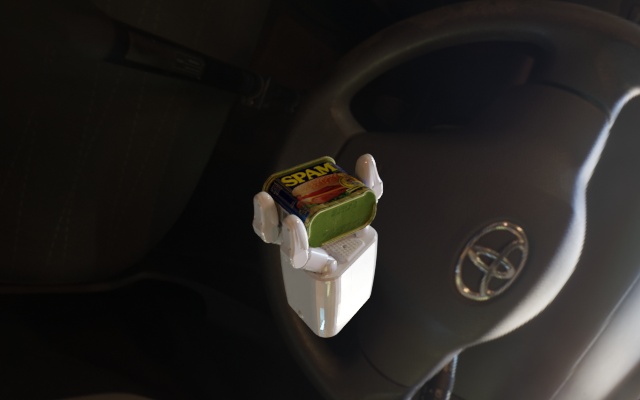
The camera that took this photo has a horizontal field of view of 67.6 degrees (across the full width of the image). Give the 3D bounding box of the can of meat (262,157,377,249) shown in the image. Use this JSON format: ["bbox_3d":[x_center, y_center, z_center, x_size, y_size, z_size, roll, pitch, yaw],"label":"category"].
[{"bbox_3d":[0.000,0.002,0.535,0.102,0.057,0.084,-21,41,-30],"label":"can of meat"}]
